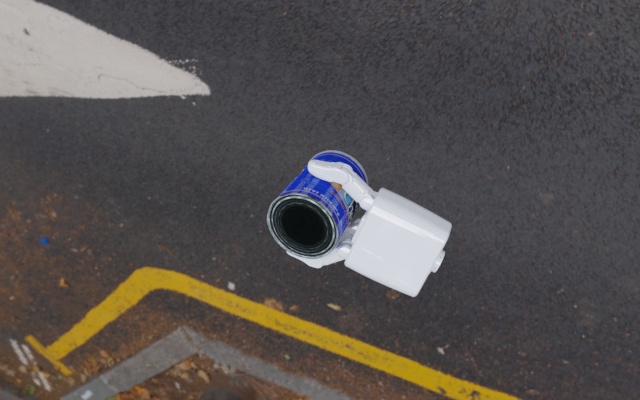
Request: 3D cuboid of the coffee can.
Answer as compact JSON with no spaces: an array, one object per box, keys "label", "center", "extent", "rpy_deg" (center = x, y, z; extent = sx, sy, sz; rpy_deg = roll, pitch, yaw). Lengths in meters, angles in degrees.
[{"label":"coffee can","center":[0.000,0.002,0.686],"extent":[0.103,0.103,0.140],"rpy_deg":[0,29,24]}]
